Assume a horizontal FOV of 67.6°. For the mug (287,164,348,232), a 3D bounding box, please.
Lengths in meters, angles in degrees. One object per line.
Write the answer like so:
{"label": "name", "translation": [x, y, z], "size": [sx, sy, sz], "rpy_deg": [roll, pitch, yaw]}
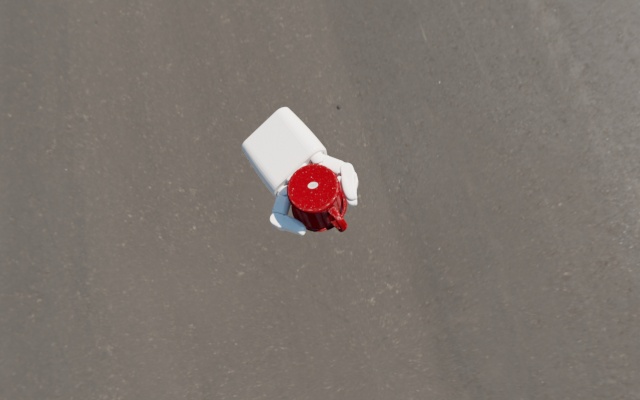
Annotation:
{"label": "mug", "translation": [0.001, 0.003, 0.747], "size": [0.093, 0.117, 0.081], "rpy_deg": [-37, -21, -7]}
